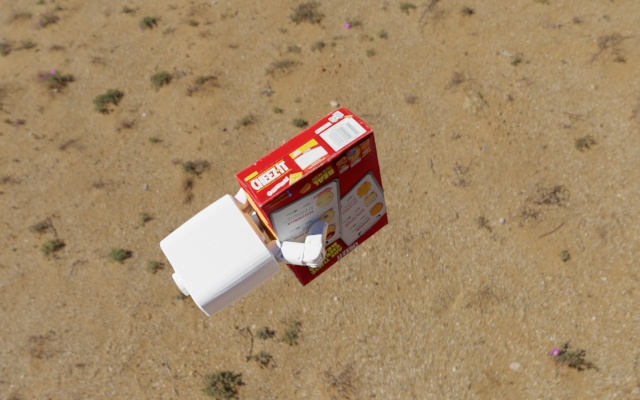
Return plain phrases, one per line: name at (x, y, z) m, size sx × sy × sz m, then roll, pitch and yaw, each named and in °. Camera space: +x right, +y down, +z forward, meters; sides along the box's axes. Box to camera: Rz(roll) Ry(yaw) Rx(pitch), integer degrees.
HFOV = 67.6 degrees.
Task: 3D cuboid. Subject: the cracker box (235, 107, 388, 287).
cracker box at (0.000, 0.002, 0.643) m, size 0.164 × 0.072 × 0.214 m, roll -35°, pitch -35°, yaw -11°
